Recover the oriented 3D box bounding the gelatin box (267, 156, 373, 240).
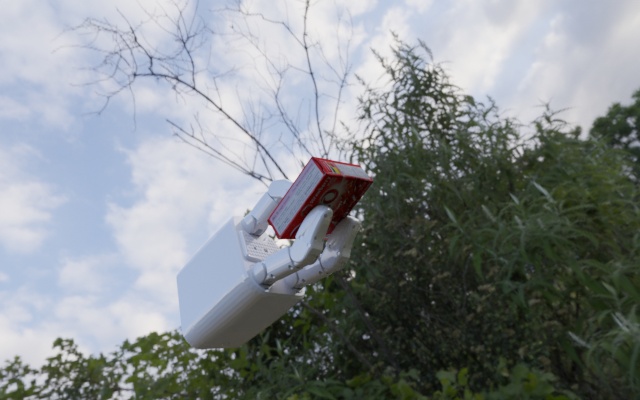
[{"bbox_3d":[0.000,0.001,0.480,0.073,0.089,0.030,6,39,-47],"label":"gelatin box"}]
